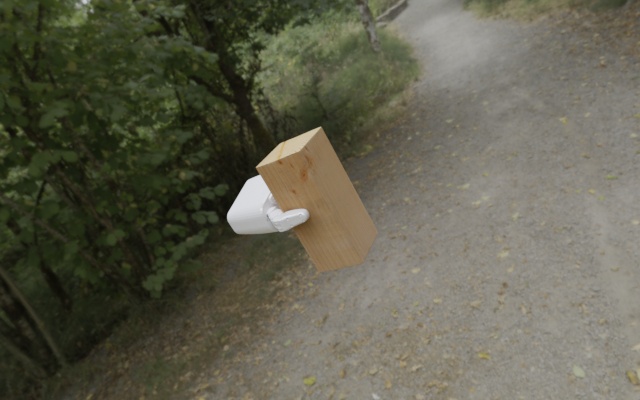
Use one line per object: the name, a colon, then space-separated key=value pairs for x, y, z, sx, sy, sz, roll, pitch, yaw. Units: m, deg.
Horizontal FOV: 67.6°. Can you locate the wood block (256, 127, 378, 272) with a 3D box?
wood block: x=0.000 y=0.003 z=0.765 sx=0.090 sy=0.206 sz=0.090 roll=-17 pitch=23 yaw=34
